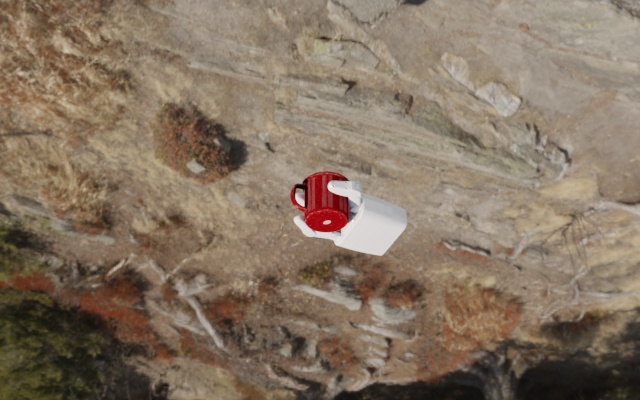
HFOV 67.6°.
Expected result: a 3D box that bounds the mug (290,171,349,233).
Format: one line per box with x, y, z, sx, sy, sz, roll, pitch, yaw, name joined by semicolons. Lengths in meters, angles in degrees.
-0.001;0.003;0.877;0.117;0.081;0.093;16;-38;-22;mug
